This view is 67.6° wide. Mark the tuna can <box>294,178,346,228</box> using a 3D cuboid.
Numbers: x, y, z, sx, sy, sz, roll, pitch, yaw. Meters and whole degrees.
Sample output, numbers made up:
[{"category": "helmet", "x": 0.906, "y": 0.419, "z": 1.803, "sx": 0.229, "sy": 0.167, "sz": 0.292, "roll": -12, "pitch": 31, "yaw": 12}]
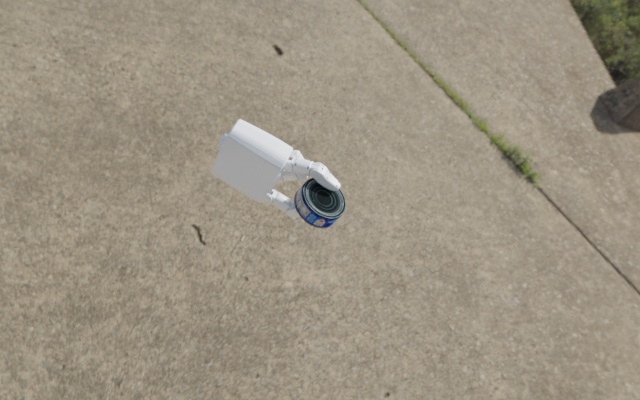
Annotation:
[{"category": "tuna can", "x": 0.000, "y": 0.002, "z": 0.820, "sx": 0.086, "sy": 0.086, "sz": 0.034, "roll": 0, "pitch": -31, "yaw": -33}]
